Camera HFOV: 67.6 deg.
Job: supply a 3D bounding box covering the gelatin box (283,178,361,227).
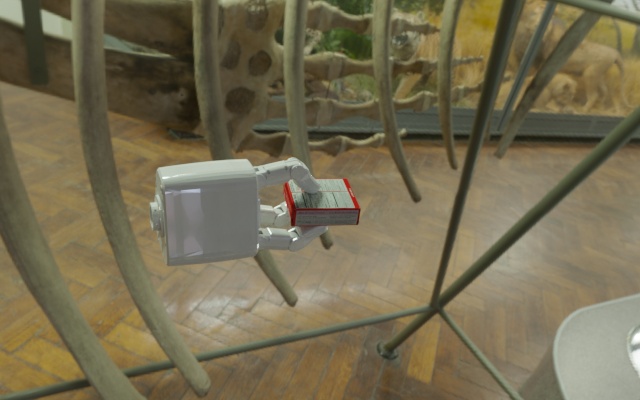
[{"bbox_3d":[0.000,0.002,0.623,0.089,0.030,0.073,-2,34,-13],"label":"gelatin box"}]
